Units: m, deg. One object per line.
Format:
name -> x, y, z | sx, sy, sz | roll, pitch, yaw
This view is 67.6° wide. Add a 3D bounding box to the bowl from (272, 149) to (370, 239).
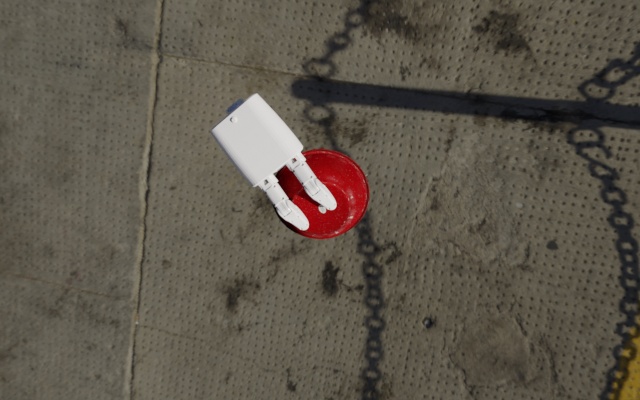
bowl -> 0.001, 0.003, 0.762 | 0.162, 0.162, 0.055 | 0, 24, -1
